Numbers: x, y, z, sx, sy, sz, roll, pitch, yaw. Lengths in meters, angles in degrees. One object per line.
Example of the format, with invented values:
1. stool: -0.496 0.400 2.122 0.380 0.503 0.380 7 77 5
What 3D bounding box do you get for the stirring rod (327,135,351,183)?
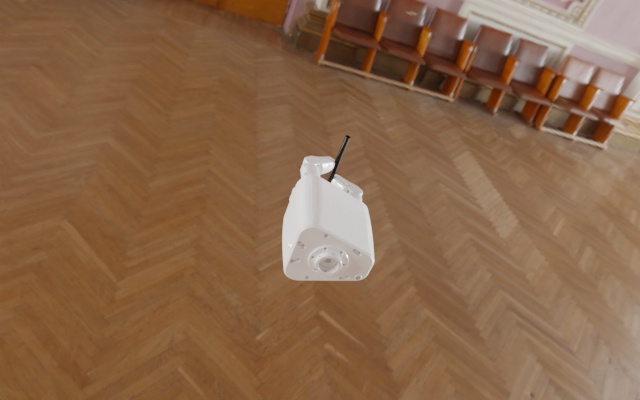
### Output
1. stirring rod: 0.000 0.003 0.747 0.011 0.240 0.011 16 33 -11
